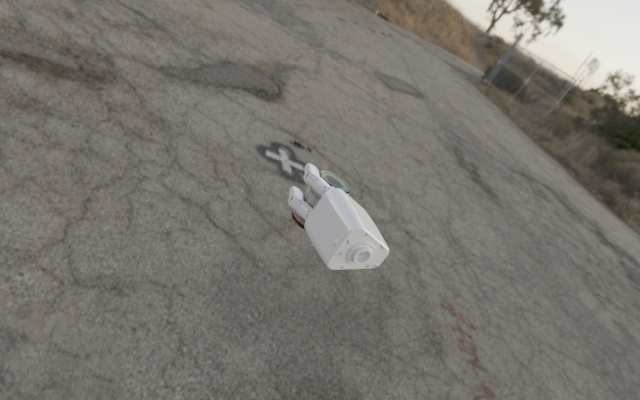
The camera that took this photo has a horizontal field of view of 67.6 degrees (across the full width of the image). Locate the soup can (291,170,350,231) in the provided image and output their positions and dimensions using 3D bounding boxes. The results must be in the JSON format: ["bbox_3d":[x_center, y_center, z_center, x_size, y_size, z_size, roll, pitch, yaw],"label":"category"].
[{"bbox_3d":[0.000,0.002,0.886,0.068,0.102,0.068,29,22,-13],"label":"soup can"}]
